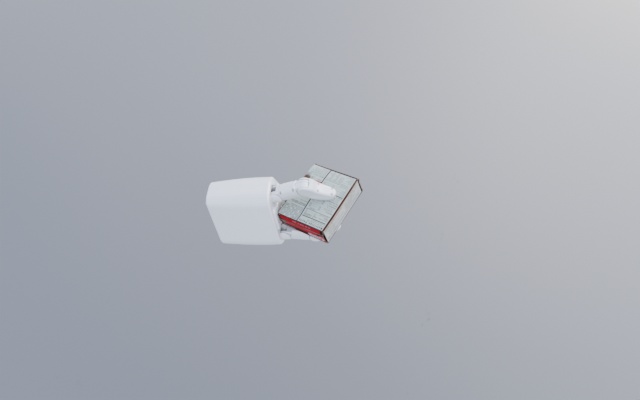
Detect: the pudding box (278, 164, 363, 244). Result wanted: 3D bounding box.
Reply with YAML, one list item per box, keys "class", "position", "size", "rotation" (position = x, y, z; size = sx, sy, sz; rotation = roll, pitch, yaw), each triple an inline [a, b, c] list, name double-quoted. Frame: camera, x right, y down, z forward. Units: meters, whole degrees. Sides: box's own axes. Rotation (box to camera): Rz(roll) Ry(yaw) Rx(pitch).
- class: "pudding box"
  position: [0.000, 0.002, 0.759]
  size: [0.090, 0.113, 0.039]
  rotation: [22, -24, 28]
